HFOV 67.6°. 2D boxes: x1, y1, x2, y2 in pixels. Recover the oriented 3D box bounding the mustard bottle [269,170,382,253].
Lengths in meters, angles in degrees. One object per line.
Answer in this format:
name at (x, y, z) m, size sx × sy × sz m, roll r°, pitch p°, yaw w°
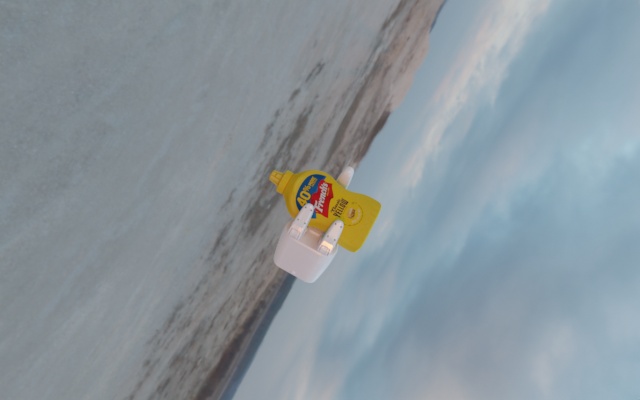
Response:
mustard bottle at (0.000, 0.003, 0.808) m, size 0.191 × 0.096 × 0.058 m, roll 29°, pitch -17°, yaw 1°
